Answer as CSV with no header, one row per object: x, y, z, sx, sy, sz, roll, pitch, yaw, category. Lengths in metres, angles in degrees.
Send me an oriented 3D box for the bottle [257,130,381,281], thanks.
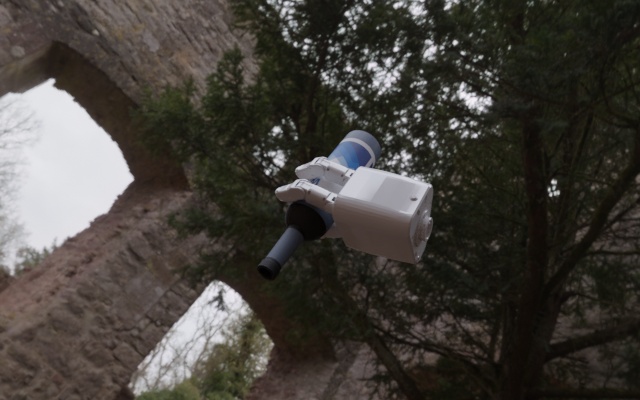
0.000,0.002,0.701,0.069,0.069,0.295,0,38,37,bottle
